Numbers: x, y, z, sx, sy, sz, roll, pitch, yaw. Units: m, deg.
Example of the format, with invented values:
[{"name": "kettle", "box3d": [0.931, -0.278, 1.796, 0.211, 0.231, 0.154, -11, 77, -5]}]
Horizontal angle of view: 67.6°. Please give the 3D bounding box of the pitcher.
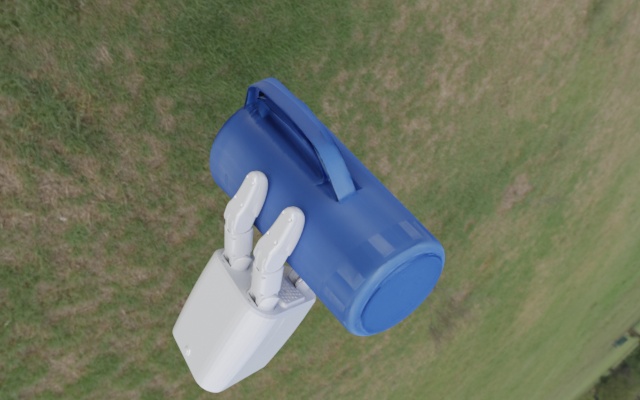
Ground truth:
[{"name": "pitcher", "box3d": [0.000, 0.002, 0.460, 0.149, 0.145, 0.242, 16, 24, -50]}]
